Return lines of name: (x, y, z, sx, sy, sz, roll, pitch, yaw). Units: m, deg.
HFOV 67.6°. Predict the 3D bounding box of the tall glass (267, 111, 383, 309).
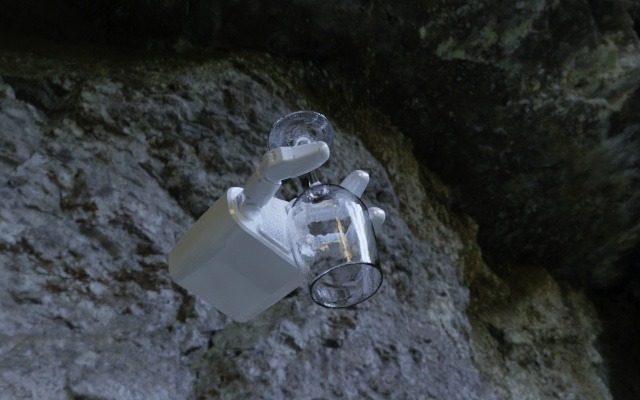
tall glass: (0.000, 0.001, 0.454, 0.079, 0.079, 0.200, 0, 43, -17)
